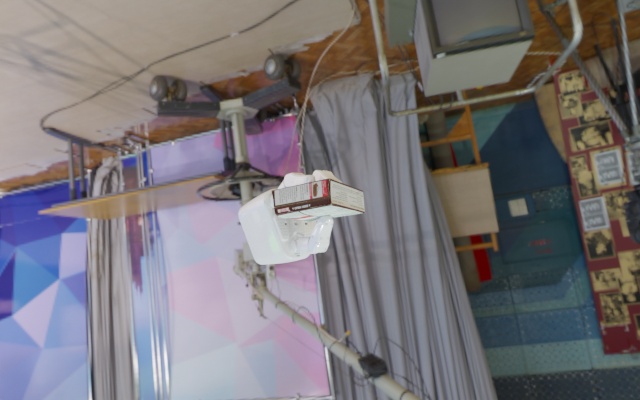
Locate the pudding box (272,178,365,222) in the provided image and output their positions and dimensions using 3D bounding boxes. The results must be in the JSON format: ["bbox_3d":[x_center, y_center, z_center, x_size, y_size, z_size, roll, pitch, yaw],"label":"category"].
[{"bbox_3d":[0.000,0.002,0.665,0.090,0.039,0.113,-12,-11,26],"label":"pudding box"}]
